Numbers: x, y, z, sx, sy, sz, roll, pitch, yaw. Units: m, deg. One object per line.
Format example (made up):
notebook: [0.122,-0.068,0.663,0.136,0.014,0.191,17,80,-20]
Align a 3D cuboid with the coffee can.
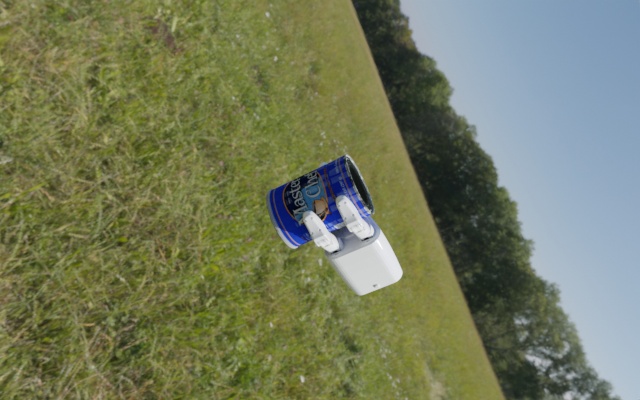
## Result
coffee can: [0.000,0.002,0.754,0.140,0.103,0.103,-24,-6,14]
